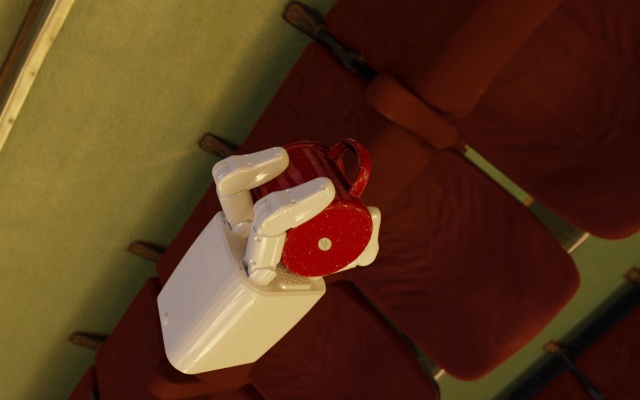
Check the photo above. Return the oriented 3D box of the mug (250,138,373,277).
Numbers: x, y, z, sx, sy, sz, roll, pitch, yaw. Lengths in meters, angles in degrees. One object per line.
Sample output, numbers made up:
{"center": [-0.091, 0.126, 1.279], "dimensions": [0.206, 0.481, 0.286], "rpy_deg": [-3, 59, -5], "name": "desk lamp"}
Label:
{"center": [0.001, 0.000, 0.400], "dimensions": [0.093, 0.117, 0.081], "rpy_deg": [26, 23, -40], "name": "mug"}
